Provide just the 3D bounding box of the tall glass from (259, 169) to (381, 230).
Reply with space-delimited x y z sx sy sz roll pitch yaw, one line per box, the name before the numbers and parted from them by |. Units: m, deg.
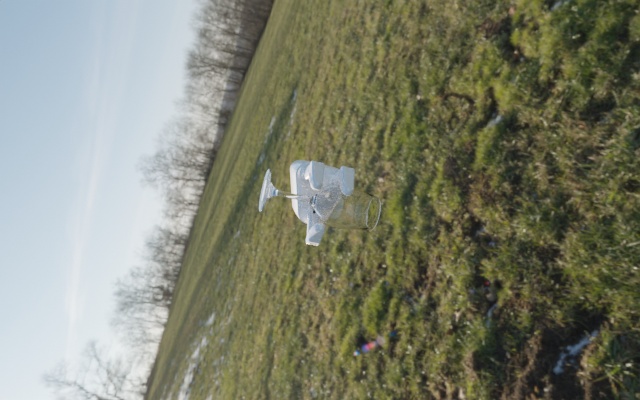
tall glass | -0.001 0.003 0.826 0.201 0.079 0.079 12 -3 -14
